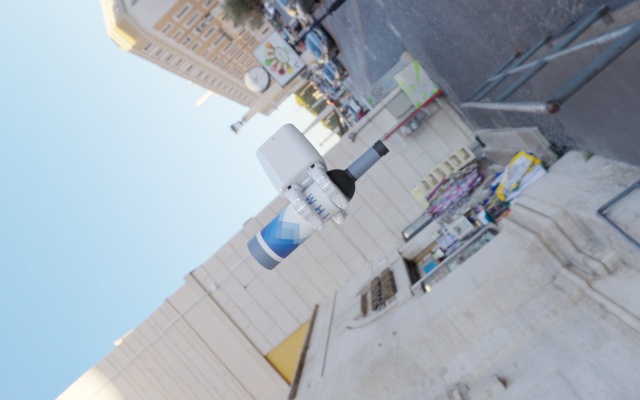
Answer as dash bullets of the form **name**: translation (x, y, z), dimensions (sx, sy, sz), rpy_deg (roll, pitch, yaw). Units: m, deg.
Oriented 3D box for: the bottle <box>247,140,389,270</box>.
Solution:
- **bottle**: translation (0.000, 0.003, 0.833), dimensions (0.296, 0.069, 0.069), rpy_deg (-42, -8, 9)
